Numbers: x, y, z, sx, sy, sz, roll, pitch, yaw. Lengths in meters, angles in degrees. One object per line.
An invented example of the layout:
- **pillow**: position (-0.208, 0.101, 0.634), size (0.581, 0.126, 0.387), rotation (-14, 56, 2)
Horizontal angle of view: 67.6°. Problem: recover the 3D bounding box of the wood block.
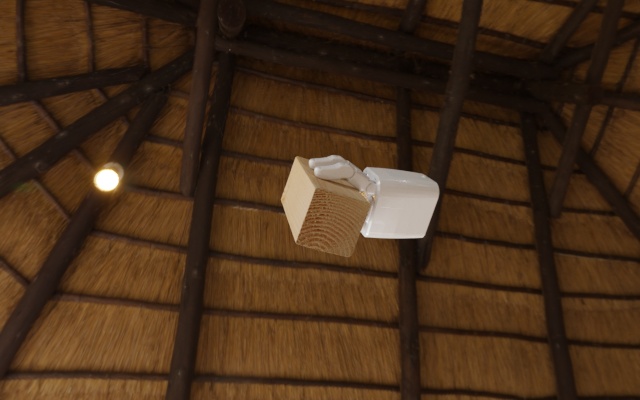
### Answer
- **wood block**: position (0.000, 0.003, 0.783), size (0.090, 0.091, 0.206), rotation (16, 14, -15)
